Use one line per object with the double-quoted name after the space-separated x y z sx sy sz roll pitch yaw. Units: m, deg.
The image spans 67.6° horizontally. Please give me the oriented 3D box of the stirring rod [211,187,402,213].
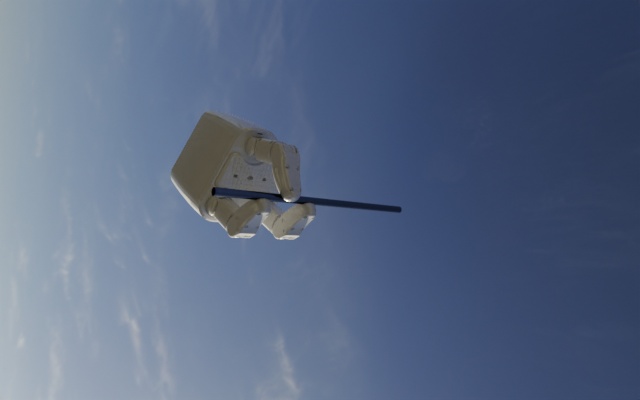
0.000 0.002 0.491 0.239 0.011 0.011 6 -4 -39 "stirring rod"
